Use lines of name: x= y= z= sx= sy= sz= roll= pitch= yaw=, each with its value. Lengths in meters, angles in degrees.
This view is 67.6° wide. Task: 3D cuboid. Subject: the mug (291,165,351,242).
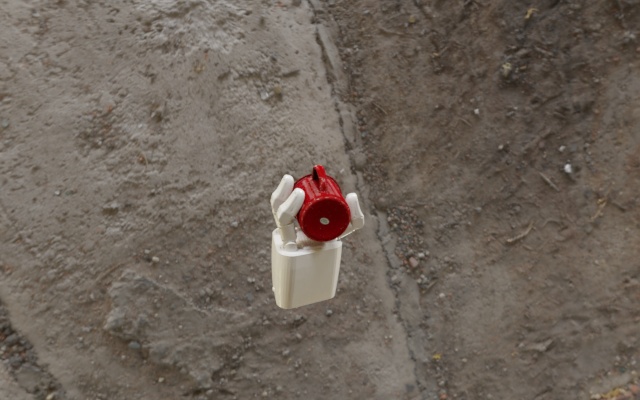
mug: x=0.000 y=0.001 z=0.753 sx=0.093 sy=0.117 sz=0.081 roll=-3 pitch=25 yaw=-13
